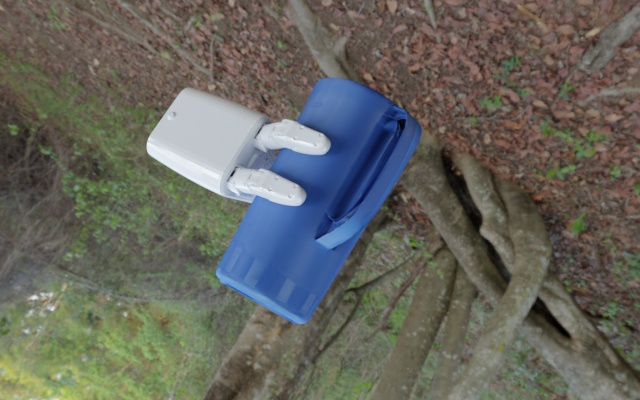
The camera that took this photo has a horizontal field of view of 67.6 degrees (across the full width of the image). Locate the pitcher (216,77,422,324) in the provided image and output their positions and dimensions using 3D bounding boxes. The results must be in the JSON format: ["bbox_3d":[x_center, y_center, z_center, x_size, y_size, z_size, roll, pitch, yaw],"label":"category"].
[{"bbox_3d":[0.000,0.002,0.503,0.145,0.242,0.149,25,-14,16],"label":"pitcher"}]
